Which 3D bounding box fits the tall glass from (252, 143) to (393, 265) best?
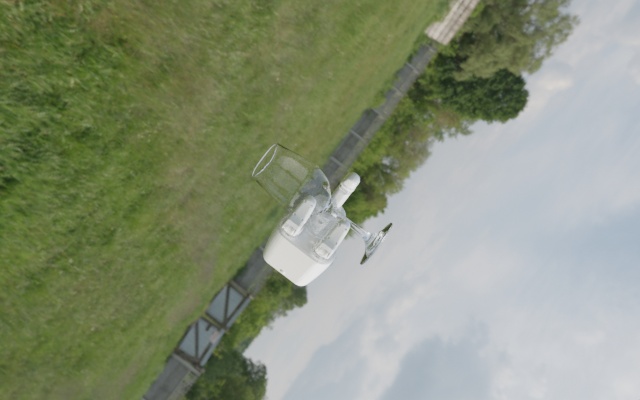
[{"bbox_3d":[0.001,0.003,0.679,0.201,0.079,0.079,37,1,1],"label":"tall glass"}]
